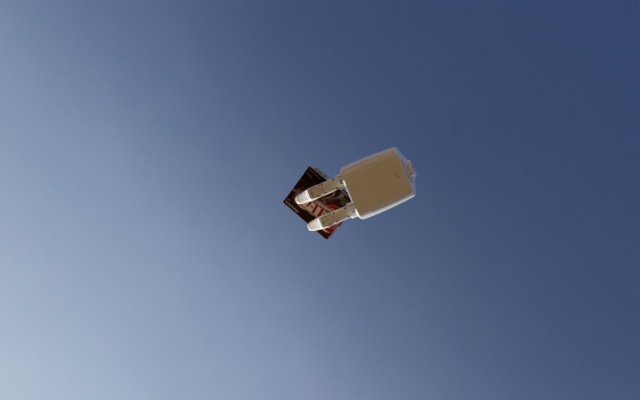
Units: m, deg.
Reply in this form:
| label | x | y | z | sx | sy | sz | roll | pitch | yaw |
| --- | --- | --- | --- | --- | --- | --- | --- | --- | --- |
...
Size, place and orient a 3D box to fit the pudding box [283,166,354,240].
| label | x | y | z | sx | sy | sz | roll | pitch | yaw |
| --- | --- | --- | --- | --- | --- | --- | --- | --- | --- |
| pudding box | 0.000 | 0.003 | 0.893 | 0.113 | 0.090 | 0.039 | 41 | 17 | 10 |
